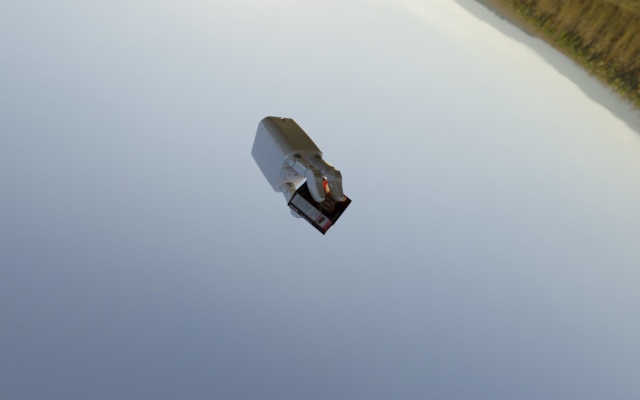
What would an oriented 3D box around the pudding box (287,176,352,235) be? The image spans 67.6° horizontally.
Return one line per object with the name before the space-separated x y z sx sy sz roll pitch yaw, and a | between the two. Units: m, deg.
pudding box | 0.000 0.003 0.872 0.090 0.039 0.113 39 32 2
